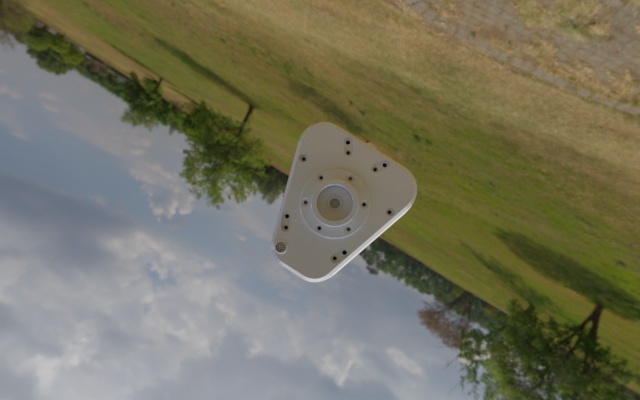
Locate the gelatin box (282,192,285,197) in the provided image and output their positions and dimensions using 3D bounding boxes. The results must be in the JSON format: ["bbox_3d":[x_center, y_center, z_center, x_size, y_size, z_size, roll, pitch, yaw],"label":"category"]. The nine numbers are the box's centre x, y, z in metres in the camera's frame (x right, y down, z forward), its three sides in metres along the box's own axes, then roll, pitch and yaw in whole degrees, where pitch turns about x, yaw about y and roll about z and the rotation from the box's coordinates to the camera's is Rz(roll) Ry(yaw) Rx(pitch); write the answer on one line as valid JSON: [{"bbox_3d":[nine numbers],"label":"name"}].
[{"bbox_3d":[0.000,0.002,0.529,0.073,0.030,0.089,30,-6,-10],"label":"gelatin box"}]
